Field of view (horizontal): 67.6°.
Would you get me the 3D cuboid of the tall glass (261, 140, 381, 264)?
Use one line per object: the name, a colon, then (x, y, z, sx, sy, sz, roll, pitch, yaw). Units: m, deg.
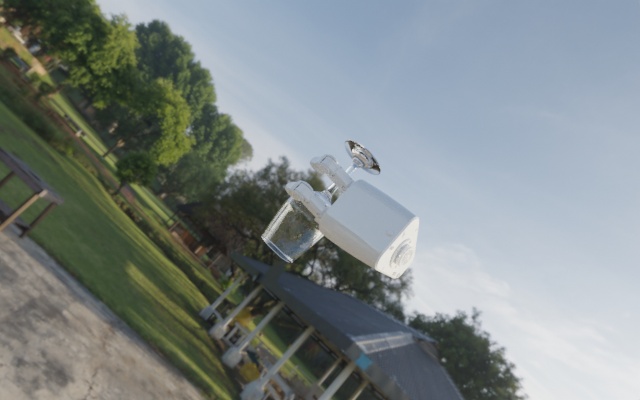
tall glass: (0.000, 0.002, 0.726, 0.079, 0.201, 0.079, 41, -14, 12)
